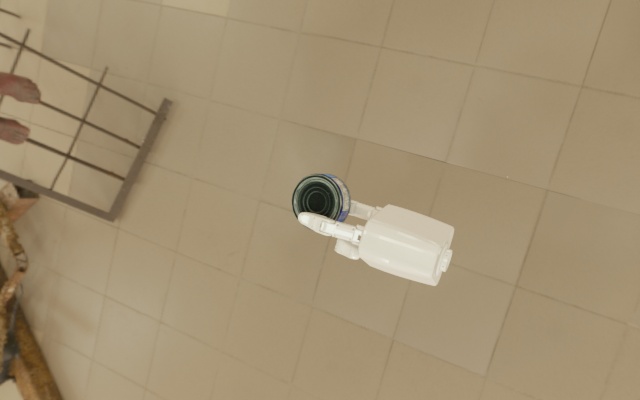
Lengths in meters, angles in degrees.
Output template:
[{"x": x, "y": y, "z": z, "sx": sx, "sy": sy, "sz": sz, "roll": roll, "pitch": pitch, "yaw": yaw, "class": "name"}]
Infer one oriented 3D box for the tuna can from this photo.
[{"x": 0.000, "y": 0.002, "z": 0.713, "sx": 0.086, "sy": 0.086, "sz": 0.034, "roll": 0, "pitch": 1, "yaw": 27, "class": "tuna can"}]
